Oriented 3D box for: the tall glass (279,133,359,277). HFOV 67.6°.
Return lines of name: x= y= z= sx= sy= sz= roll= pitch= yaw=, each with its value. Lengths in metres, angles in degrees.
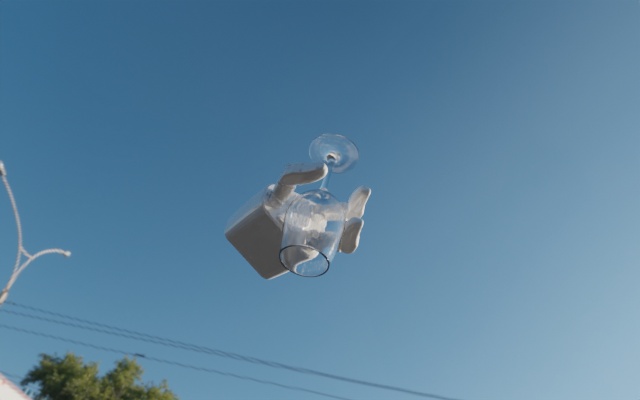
tall glass: x=0.000 y=0.001 z=0.629 sx=0.079 sy=0.201 sz=0.079 roll=8 pitch=-44 yaw=8
